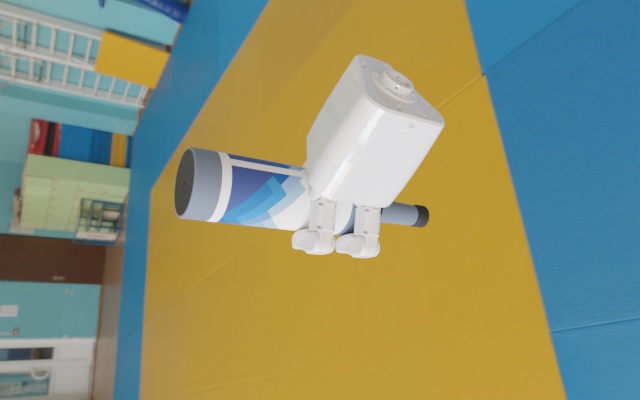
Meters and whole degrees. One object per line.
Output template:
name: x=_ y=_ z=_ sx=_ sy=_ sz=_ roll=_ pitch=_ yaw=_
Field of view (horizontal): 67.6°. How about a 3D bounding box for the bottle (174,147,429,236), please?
bottle: x=0.000 y=0.002 z=0.512 sx=0.296 sy=0.069 sz=0.069 roll=8 pitch=-4 yaw=-31
